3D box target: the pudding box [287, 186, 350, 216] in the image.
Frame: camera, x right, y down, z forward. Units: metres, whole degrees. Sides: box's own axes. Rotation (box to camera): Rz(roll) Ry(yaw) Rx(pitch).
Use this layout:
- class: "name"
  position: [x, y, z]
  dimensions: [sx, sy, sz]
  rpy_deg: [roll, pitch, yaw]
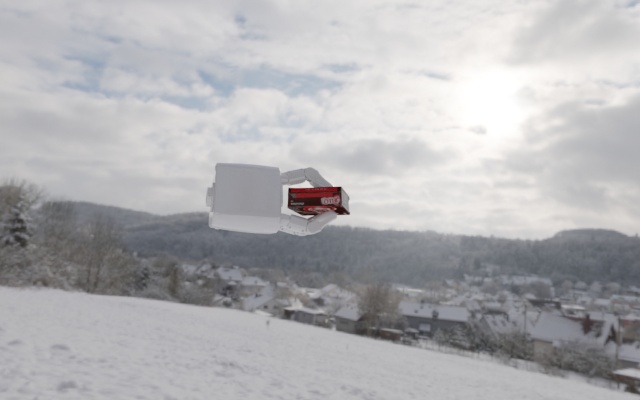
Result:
- class: "pudding box"
  position: [0.000, 0.002, 0.813]
  dimensions: [0.090, 0.039, 0.113]
  rpy_deg: [0, -7, 11]
